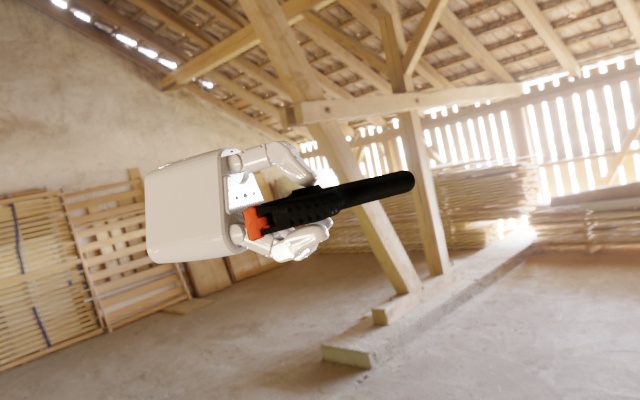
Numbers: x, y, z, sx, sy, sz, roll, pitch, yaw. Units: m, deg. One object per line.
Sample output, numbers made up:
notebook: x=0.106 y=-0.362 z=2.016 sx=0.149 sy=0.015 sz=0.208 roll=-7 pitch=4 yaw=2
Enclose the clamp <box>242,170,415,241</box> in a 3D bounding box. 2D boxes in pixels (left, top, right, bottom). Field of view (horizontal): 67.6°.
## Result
clamp: x=-0.001 y=0.001 z=0.479 sx=0.164 sy=0.036 sz=0.210 roll=-12 pitch=3 yaw=23
